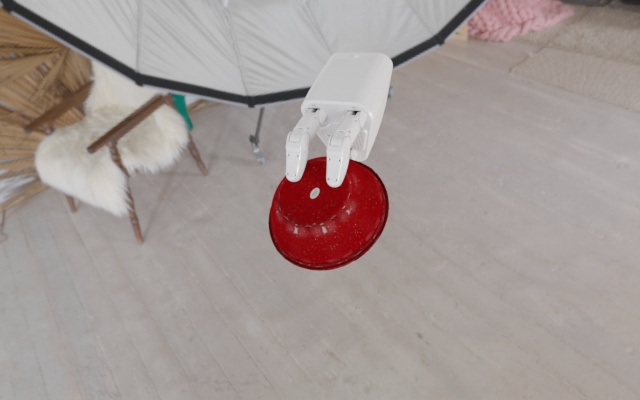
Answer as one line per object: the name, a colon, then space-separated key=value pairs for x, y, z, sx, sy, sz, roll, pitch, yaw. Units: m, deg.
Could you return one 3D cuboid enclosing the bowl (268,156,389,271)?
bowl: x=0.000 y=0.003 z=0.589 sx=0.162 sy=0.162 sz=0.055 roll=0 pitch=-28 yaw=21
